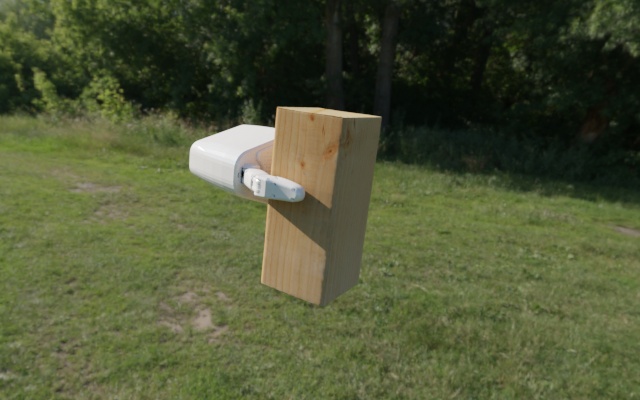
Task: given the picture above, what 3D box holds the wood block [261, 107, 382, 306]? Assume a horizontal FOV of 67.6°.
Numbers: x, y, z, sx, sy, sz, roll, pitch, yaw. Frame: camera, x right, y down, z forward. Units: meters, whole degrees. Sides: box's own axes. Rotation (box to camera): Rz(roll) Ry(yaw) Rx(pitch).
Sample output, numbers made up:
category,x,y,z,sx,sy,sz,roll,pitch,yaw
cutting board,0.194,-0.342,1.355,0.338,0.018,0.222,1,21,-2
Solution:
category,x,y,z,sx,sy,sz,roll,pitch,yaw
wood block,0.000,0.002,0.552,0.090,0.206,0.091,15,16,30
